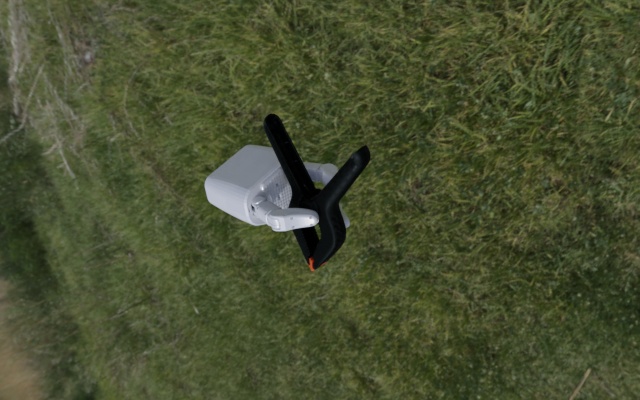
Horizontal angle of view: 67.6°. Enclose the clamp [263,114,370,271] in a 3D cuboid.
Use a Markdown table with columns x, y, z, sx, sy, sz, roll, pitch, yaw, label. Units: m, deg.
| x | y | z | sx | sy | sz | roll | pitch | yaw | label |
| --- | --- | --- | --- | --- | --- | --- | --- | --- | --- |
| -0.001 | 0.003 | 0.601 | 0.036 | 0.210 | 0.164 | -29 | 33 | -37 | clamp |
